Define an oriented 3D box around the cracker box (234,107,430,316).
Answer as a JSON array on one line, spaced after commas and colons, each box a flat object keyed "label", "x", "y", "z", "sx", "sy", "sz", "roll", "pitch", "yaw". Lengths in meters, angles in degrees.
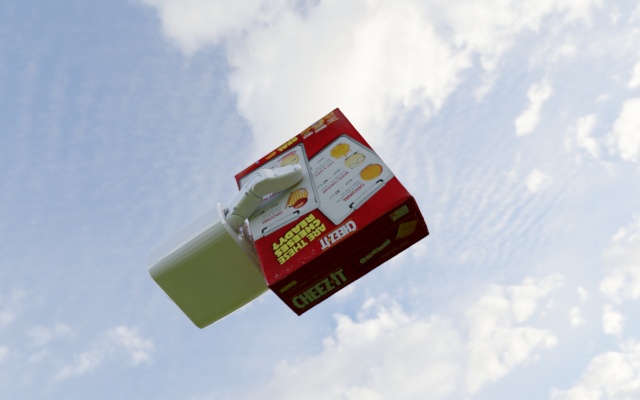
[{"label": "cracker box", "x": 0.000, "y": 0.002, "z": 0.548, "sx": 0.164, "sy": 0.072, "sz": 0.213, "roll": -33, "pitch": 39, "yaw": 3}]
